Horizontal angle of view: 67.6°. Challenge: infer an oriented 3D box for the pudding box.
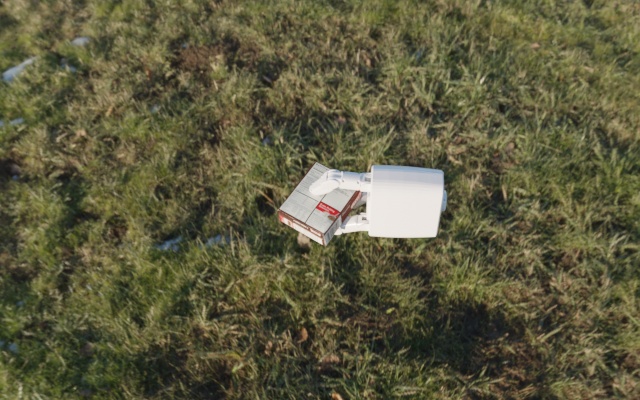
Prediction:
[{"bbox_3d":[0.000,0.002,0.756,0.090,0.113,0.039,28,-27,20],"label":"pudding box"}]
